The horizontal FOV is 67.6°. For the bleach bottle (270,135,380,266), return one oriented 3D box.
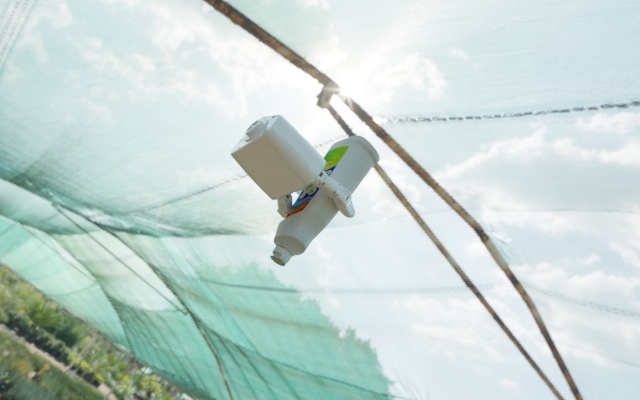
[{"bbox_3d":[0.000,0.003,0.802,0.068,0.250,0.102,47,-30,-22],"label":"bleach bottle"}]
